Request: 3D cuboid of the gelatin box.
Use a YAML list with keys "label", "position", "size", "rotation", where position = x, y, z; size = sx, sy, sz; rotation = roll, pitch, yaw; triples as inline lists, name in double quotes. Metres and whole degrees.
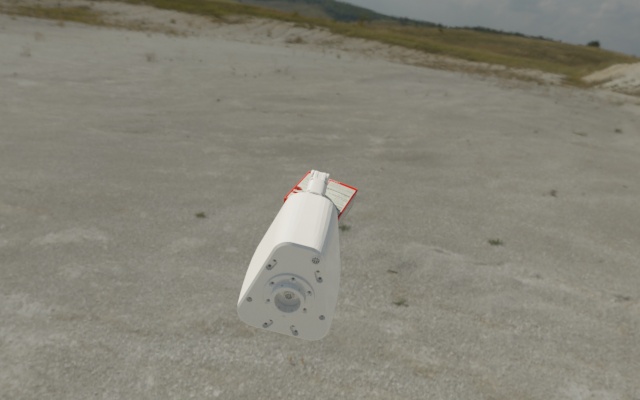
- label: "gelatin box"
  position: [0.000, 0.001, 0.617]
  size: [0.073, 0.030, 0.089]
  rotation: [20, 32, 11]
